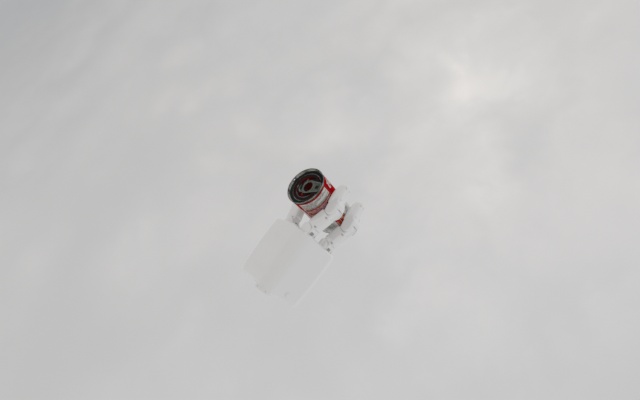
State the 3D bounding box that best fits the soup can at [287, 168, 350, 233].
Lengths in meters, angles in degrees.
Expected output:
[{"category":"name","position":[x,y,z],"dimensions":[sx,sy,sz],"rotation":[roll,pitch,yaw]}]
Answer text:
[{"category":"soup can","position":[0.000,0.002,0.797],"dimensions":[0.068,0.068,0.102],"rotation":[0,-32,35]}]
